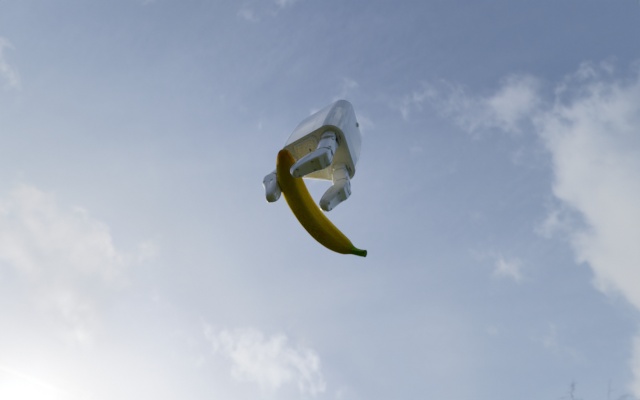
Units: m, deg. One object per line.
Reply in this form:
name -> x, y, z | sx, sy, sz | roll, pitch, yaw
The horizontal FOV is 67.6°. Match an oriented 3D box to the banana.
banana -> -0.011, 0.012, 0.699 | 0.070, 0.198, 0.037 | -29, 18, 38
